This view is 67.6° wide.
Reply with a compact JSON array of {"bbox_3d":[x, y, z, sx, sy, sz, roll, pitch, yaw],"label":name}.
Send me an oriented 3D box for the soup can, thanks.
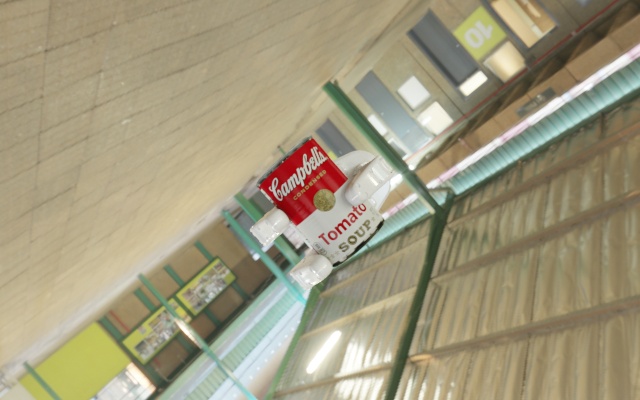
[{"bbox_3d":[0.000,0.002,0.429,0.068,0.102,0.068,-42,2,2],"label":"soup can"}]
